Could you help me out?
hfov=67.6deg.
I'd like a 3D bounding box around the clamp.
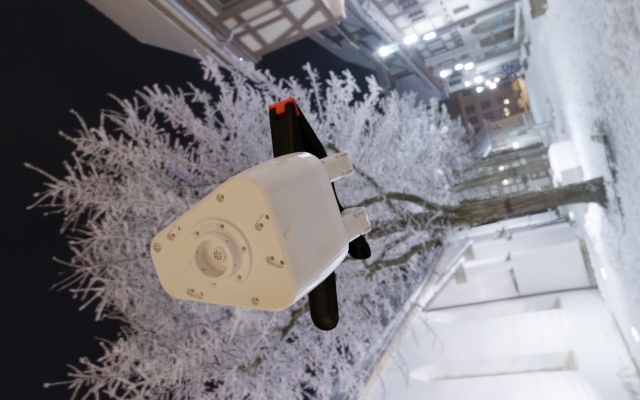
[{"bbox_3d":[-0.001,0.001,0.482,0.036,0.210,0.164,-15,6,21],"label":"clamp"}]
